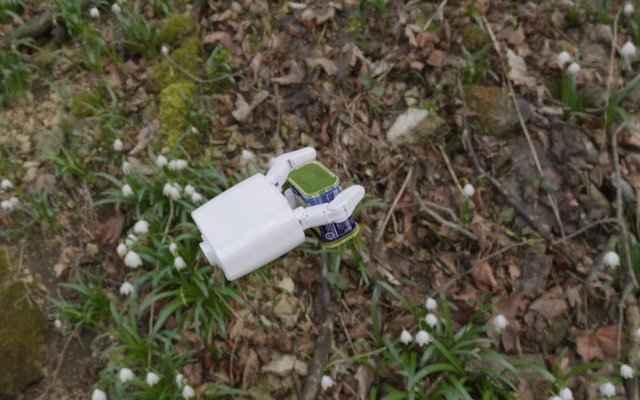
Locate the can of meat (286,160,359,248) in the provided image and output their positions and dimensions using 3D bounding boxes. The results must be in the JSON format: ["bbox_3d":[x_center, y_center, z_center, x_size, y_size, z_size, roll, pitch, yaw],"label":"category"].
[{"bbox_3d":[0.000,0.002,0.649,0.057,0.084,0.102,-28,30,-12],"label":"can of meat"}]
